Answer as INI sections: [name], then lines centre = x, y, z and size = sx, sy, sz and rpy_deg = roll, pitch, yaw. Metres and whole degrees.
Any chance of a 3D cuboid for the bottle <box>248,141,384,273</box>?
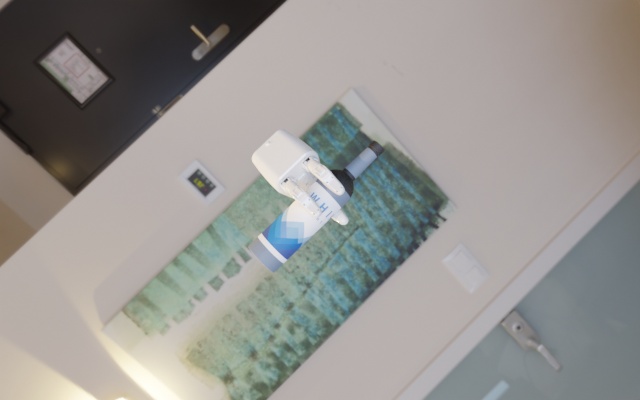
[bottle]
centre = 0.000, 0.003, 0.857
size = 0.295, 0.069, 0.069
rpy_deg = -44, 3, -3
